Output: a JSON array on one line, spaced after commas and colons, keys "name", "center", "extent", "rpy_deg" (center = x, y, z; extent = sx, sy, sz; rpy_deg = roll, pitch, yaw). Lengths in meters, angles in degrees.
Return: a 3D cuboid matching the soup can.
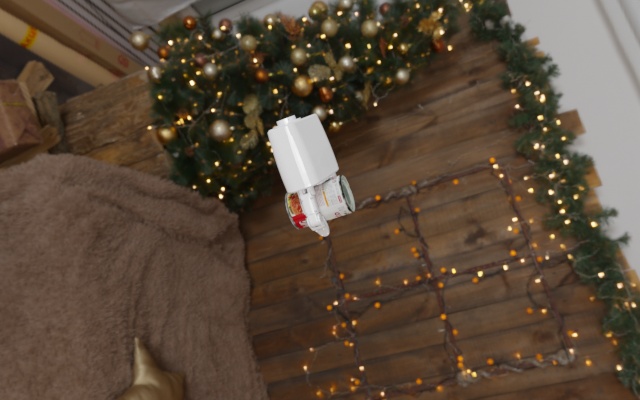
[{"name": "soup can", "center": [0.001, 0.003, 0.814], "extent": [0.102, 0.068, 0.068], "rpy_deg": [-18, -5, 15]}]
